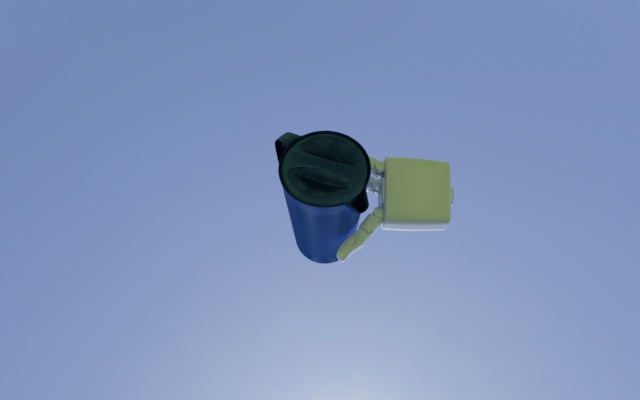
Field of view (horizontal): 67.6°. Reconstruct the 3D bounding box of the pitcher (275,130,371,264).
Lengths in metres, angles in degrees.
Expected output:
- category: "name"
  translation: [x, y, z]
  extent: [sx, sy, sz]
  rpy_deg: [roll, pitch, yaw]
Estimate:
- category: "pitcher"
  translation: [0.000, 0.003, 0.783]
  extent: [0.145, 0.149, 0.243]
  rpy_deg: [0, -30, 0]
